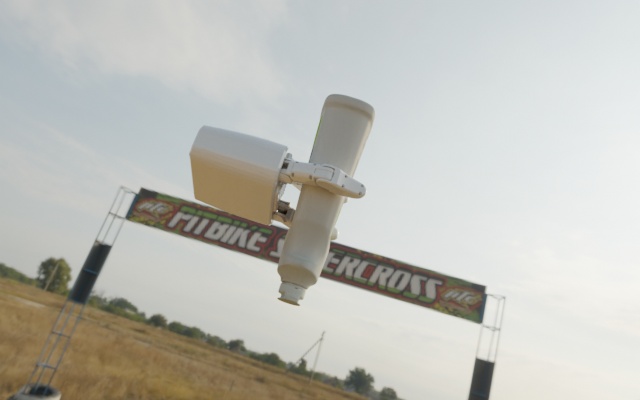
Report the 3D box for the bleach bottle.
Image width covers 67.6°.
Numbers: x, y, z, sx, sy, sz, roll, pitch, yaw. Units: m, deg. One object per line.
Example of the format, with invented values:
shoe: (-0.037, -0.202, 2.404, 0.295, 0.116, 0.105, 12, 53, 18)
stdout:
bleach bottle: (0.000, 0.002, 0.583, 0.068, 0.250, 0.103, 17, -20, 2)
